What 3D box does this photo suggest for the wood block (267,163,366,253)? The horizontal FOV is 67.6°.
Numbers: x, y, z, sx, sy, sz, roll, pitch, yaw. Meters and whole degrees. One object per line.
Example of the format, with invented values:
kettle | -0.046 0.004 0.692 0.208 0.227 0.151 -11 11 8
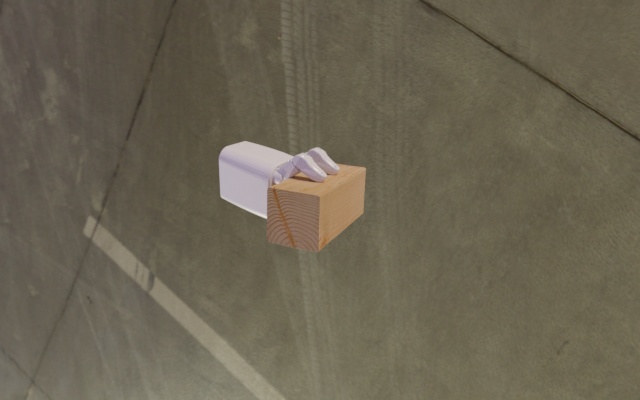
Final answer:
wood block | 0.000 0.003 0.800 0.090 0.091 0.206 10 19 22
